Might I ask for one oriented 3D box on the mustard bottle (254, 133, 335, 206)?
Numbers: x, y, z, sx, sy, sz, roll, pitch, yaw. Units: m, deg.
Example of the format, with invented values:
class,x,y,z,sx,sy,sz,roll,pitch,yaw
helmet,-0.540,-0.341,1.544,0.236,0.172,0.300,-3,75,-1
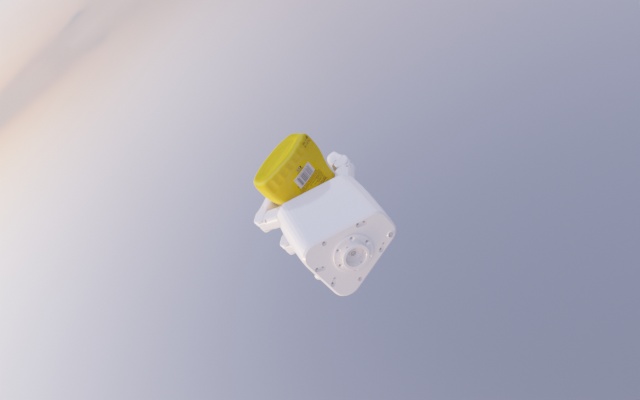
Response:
class,x,y,z,sx,sy,sz,roll,pitch,yaw
mustard bottle,0.000,0.002,0.671,0.058,0.096,0.192,9,-32,53
